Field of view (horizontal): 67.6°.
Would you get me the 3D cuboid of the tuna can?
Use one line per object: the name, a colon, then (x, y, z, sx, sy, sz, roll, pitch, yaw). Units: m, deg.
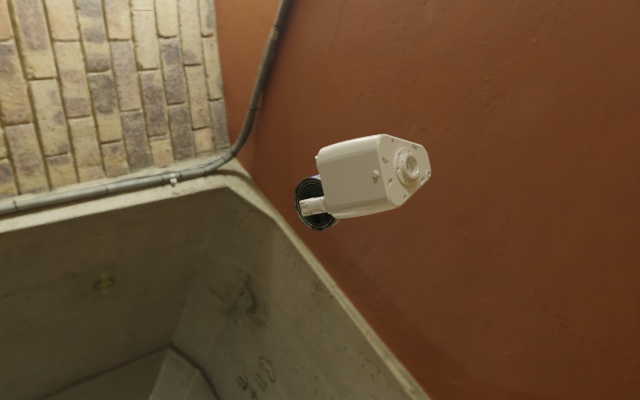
tuna can: (0.000, 0.002, 0.750, 0.086, 0.086, 0.033, 0, 14, 42)
